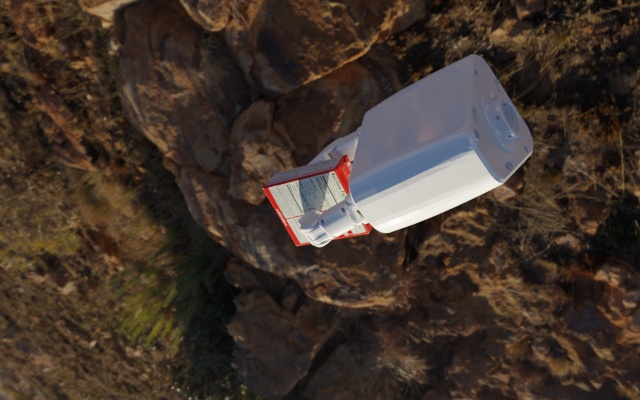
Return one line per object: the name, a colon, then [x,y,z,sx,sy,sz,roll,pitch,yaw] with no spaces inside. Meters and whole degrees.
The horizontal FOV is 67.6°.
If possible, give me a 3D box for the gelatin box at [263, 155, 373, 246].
gelatin box: [0.000,0.002,0.457,0.089,0.073,0.030,-13,28,32]
